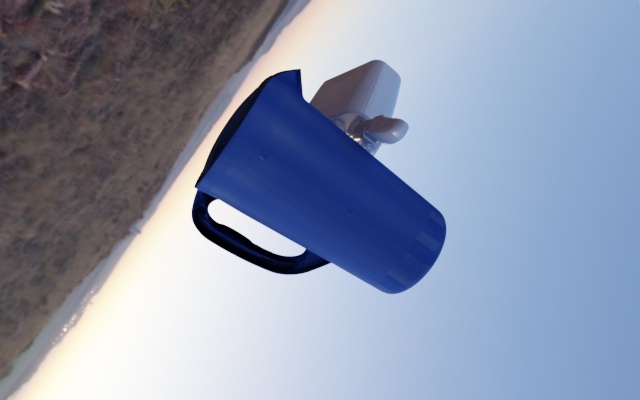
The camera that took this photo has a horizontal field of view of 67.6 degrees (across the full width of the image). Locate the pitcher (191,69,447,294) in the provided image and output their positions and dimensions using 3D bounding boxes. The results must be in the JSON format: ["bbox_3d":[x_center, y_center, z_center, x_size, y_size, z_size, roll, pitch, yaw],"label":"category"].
[{"bbox_3d":[0.000,0.001,0.489,0.243,0.145,0.149,34,-36,-16],"label":"pitcher"}]
